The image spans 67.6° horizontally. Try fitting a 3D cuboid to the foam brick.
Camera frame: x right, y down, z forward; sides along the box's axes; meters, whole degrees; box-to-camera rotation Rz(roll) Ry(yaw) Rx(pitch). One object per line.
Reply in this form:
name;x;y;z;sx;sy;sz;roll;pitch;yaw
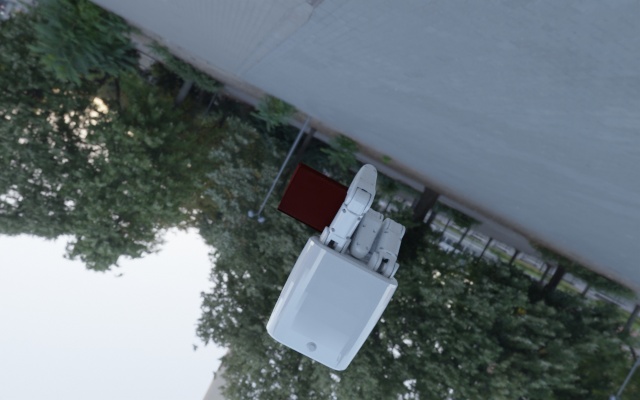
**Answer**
foam brick;0.000;0.001;0.499;0.078;0.051;0.053;28;7;-5
